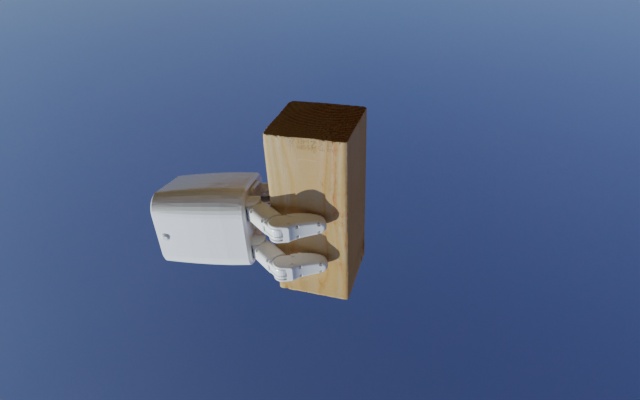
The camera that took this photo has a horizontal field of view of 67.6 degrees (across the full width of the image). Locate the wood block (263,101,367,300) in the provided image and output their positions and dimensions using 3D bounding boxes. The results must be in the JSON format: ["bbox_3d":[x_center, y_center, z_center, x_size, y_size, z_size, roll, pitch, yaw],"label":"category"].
[{"bbox_3d":[0.000,0.002,0.548,0.090,0.206,0.090,8,35,14],"label":"wood block"}]
